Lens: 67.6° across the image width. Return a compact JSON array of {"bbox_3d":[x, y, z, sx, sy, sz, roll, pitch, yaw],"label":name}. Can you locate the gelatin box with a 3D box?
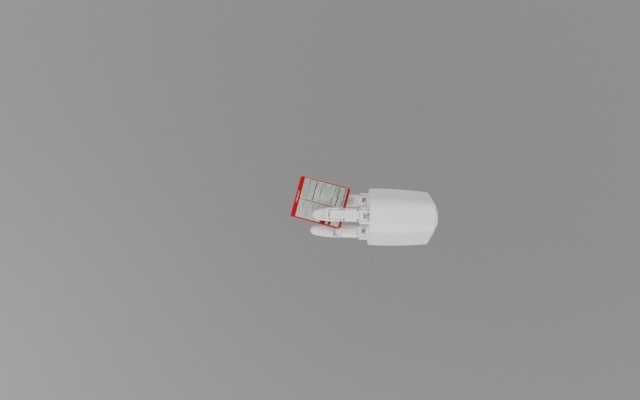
[{"bbox_3d":[0.000,0.003,0.824,0.089,0.073,0.030,15,3,0],"label":"gelatin box"}]
